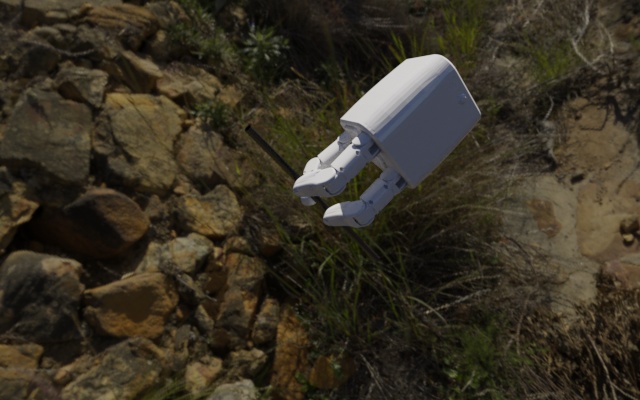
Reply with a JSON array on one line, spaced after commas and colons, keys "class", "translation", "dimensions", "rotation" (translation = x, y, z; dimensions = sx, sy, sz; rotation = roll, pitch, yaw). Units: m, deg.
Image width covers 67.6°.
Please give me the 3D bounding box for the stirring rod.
[{"class": "stirring rod", "translation": [0.000, 0.002, 0.524], "dimensions": [0.011, 0.011, 0.240], "rotation": [0, -36, 46]}]
